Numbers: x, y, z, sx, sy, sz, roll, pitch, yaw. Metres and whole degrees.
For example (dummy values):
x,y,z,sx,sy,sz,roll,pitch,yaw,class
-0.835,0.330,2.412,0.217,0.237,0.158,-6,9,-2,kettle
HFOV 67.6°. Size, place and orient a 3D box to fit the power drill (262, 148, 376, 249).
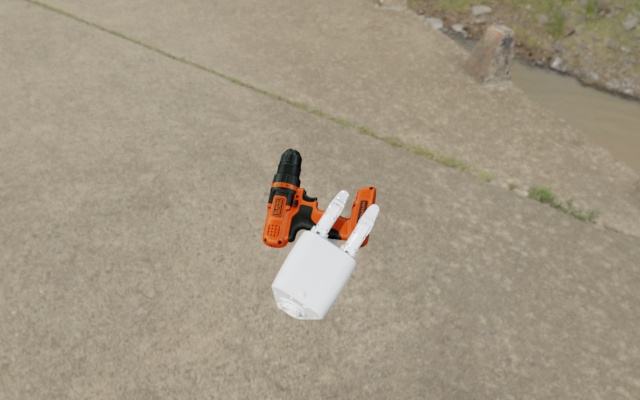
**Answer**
x,y,z,sx,sy,sz,roll,pitch,yaw,class
0.001,0.003,0.840,0.187,0.184,0.057,7,-15,12,power drill
